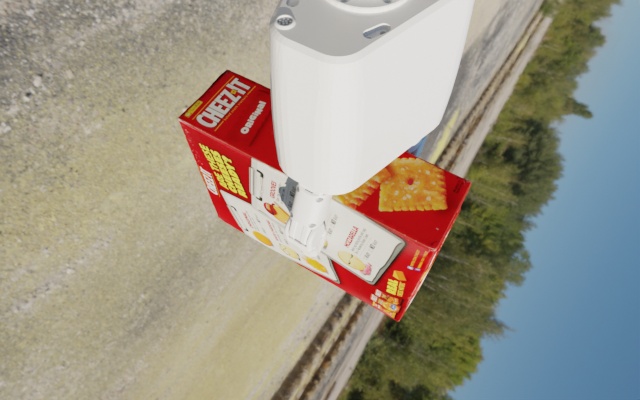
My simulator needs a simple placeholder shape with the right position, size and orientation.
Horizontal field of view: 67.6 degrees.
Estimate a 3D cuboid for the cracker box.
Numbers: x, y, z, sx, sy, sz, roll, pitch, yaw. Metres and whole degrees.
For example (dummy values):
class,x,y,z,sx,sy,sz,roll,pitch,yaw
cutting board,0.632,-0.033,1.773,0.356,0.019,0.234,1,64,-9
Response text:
class,x,y,z,sx,sy,sz,roll,pitch,yaw
cracker box,0.000,0.002,0.413,0.213,0.072,0.164,28,-26,15
